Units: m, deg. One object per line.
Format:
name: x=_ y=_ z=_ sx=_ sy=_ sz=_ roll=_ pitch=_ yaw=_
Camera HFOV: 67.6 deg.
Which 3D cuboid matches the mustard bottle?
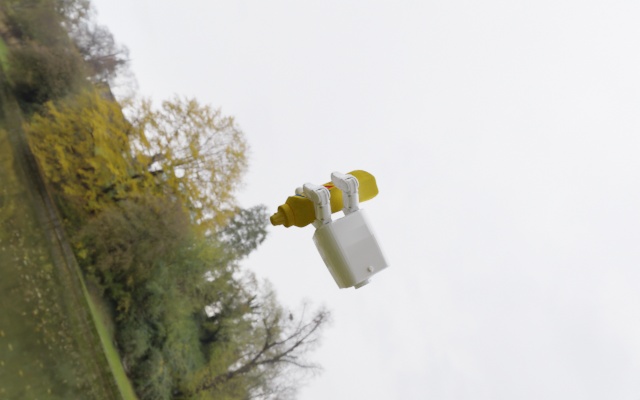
mustard bottle: x=0.000 y=0.002 z=0.826 sx=0.191 sy=0.058 sz=0.096 roll=-23 pitch=15 yaw=-25
